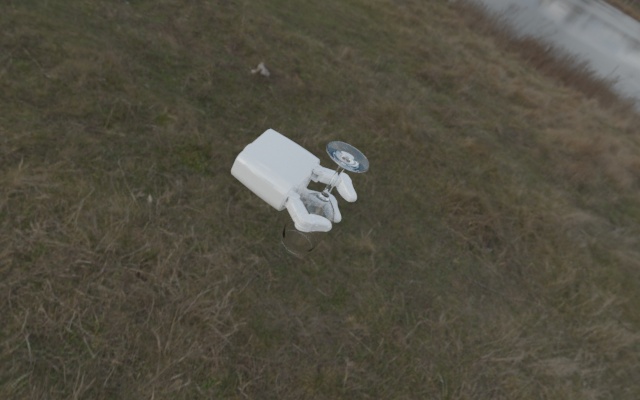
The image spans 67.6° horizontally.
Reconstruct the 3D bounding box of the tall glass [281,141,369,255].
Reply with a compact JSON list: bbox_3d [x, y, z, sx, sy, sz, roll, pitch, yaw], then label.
[{"bbox_3d":[0.001,0.002,0.793,0.079,0.201,0.079,21,34,-15],"label":"tall glass"}]
